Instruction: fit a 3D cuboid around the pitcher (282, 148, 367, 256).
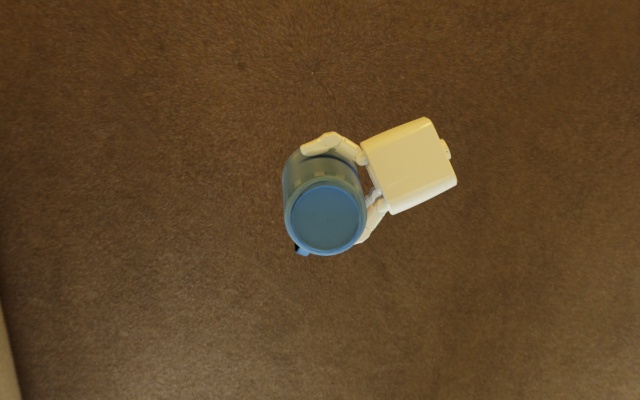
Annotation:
[{"bbox_3d":[0.000,0.002,0.723,0.145,0.149,0.242,-23,14,4],"label":"pitcher"}]
